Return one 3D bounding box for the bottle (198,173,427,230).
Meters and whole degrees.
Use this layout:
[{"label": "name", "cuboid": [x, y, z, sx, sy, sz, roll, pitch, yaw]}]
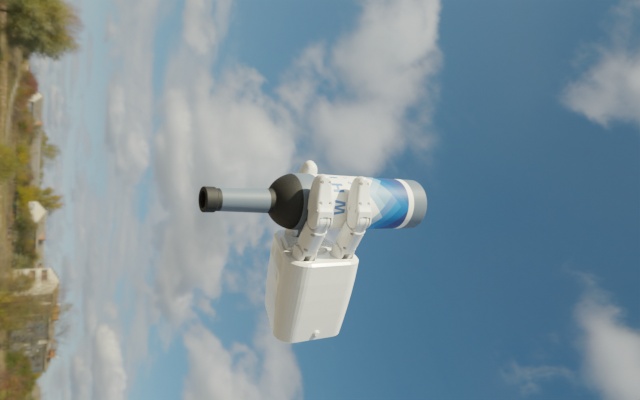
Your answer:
[{"label": "bottle", "cuboid": [0.000, 0.002, 0.577, 0.296, 0.069, 0.069, 1, -1, -33]}]
